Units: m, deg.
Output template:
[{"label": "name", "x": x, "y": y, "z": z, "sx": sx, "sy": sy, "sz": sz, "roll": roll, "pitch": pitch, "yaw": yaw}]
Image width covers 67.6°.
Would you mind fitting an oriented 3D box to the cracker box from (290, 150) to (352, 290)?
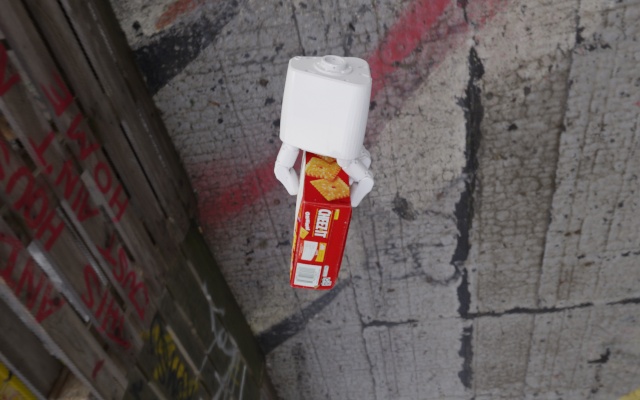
[{"label": "cracker box", "x": 0.000, "y": 0.002, "z": 0.728, "sx": 0.072, "sy": 0.164, "sz": 0.213, "roll": 7, "pitch": 38, "yaw": -4}]
